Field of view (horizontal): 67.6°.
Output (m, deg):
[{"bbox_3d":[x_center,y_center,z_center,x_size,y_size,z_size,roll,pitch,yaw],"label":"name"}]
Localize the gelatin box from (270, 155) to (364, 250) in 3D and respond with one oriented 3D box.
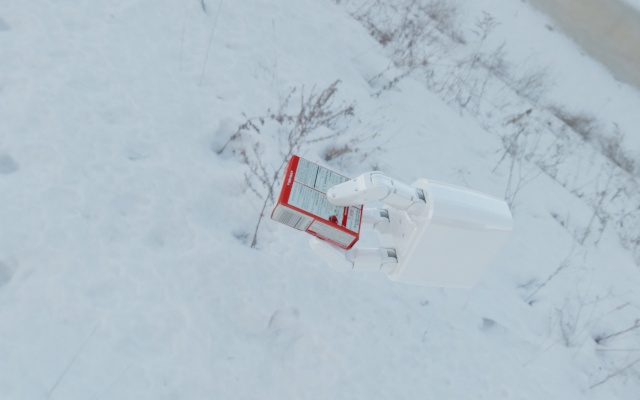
[{"bbox_3d":[0.000,0.001,0.488,0.089,0.073,0.030,23,-45,-12],"label":"gelatin box"}]
